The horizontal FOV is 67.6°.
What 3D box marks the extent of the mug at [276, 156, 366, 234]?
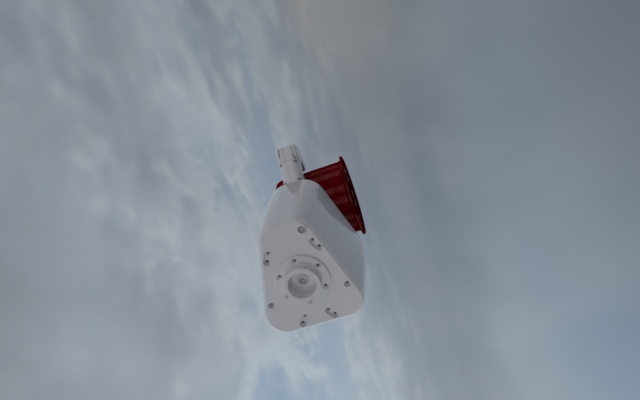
[{"bbox_3d":[0.000,0.001,0.560,0.081,0.093,0.117,-17,17,8],"label":"mug"}]
